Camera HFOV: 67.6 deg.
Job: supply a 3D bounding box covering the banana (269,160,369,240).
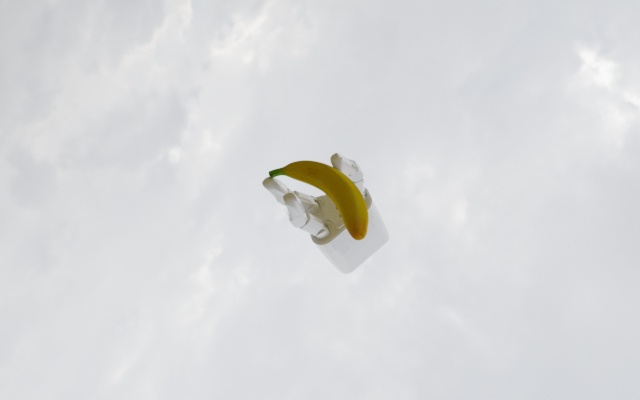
[{"bbox_3d":[0.011,-0.012,0.651,0.197,0.069,0.037,34,-18,42],"label":"banana"}]
